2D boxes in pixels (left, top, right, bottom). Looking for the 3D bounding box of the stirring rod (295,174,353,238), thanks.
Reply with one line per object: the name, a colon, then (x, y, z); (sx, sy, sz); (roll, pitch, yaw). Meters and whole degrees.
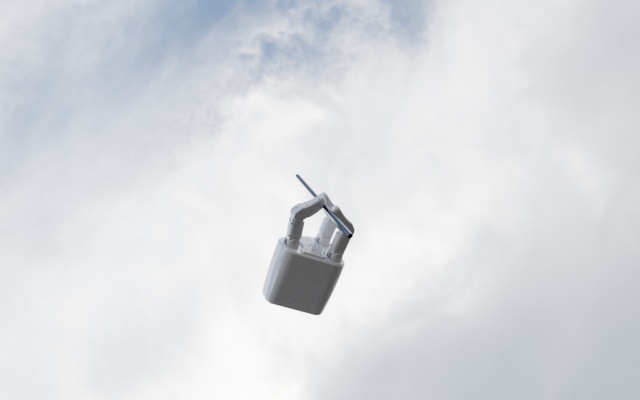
stirring rod: (0.000, 0.003, 0.788); (0.011, 0.011, 0.239); (0, 24, -23)
